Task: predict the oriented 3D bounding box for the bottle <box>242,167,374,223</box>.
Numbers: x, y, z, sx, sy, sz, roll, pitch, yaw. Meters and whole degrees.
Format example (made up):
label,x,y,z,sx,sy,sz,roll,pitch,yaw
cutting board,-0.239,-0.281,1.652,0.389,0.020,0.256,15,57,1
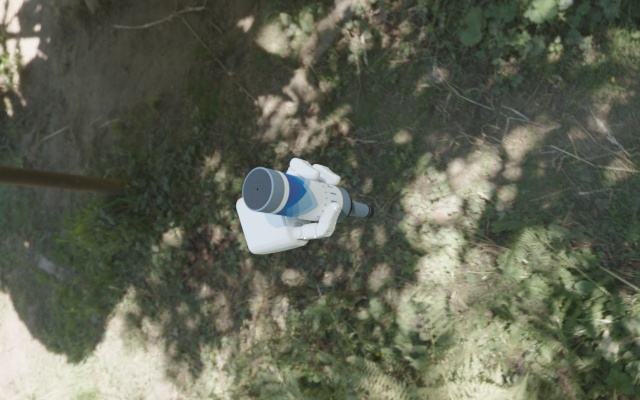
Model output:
label,x,y,z,sx,sy,sz,roll,pitch,yaw
bottle,0.000,0.003,0.815,0.069,0.069,0.296,0,-8,40
